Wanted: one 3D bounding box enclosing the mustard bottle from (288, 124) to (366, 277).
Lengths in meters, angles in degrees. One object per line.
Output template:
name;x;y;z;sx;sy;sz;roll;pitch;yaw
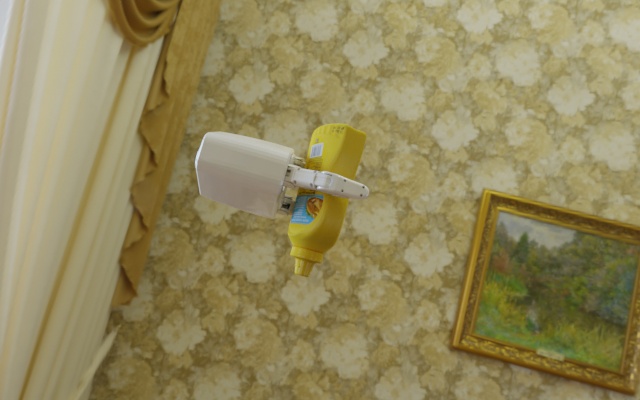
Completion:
mustard bottle;0.000;0.002;0.609;0.058;0.191;0.096;20;-10;-27
